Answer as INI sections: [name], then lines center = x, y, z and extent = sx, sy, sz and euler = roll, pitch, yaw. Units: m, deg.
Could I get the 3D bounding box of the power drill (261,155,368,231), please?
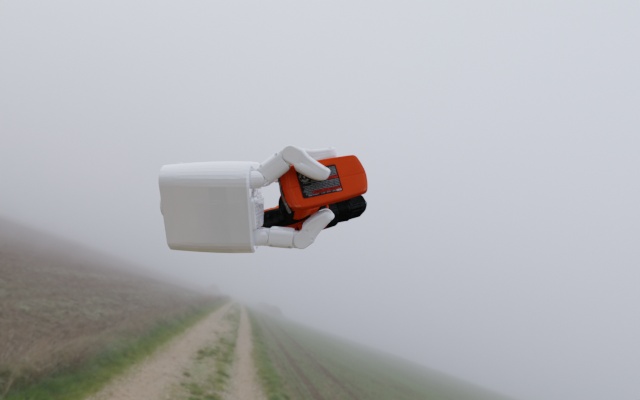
[power drill]
center = 0.000, 0.002, 0.653
extent = 0.184, 0.057, 0.188
euler = -14, -16, -18
